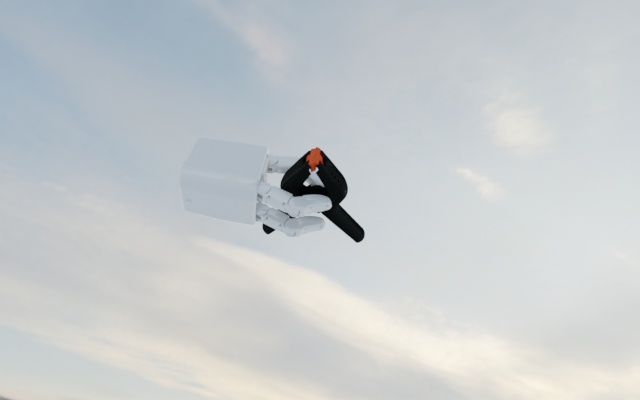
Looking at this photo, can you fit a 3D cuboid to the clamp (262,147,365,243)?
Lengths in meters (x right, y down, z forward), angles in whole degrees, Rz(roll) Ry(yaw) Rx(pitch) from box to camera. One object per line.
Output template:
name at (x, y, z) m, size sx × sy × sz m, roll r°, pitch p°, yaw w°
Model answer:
clamp at (0.000, 0.001, 0.699) m, size 0.164 × 0.036 × 0.210 m, roll 8°, pitch -34°, yaw -4°
